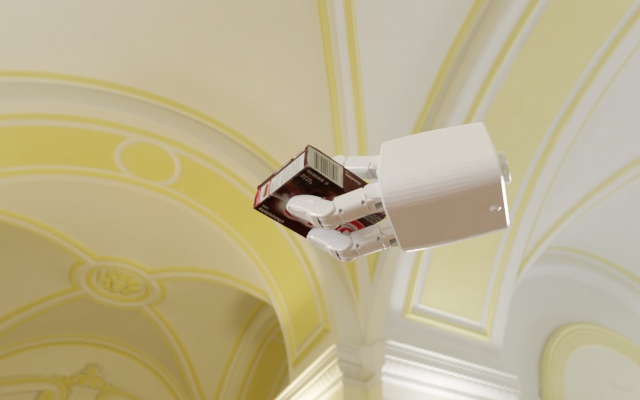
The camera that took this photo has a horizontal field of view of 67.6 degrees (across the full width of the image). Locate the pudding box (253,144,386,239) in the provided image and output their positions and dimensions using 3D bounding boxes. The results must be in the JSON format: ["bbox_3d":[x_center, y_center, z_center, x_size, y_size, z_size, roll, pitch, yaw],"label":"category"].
[{"bbox_3d":[0.000,0.002,0.511,0.113,0.039,0.090,34,-50,-27],"label":"pudding box"}]
